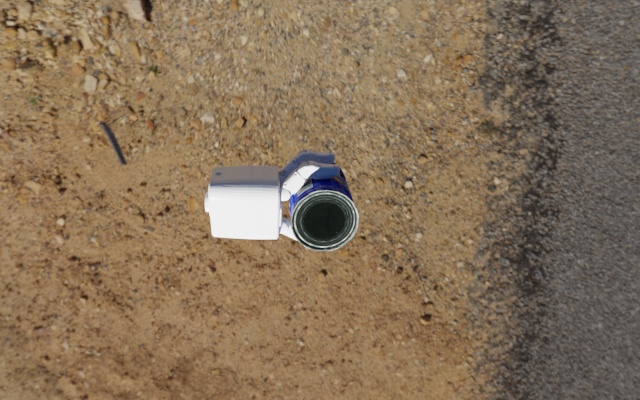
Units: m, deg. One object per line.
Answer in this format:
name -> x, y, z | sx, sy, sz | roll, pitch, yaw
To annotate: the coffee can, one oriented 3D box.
coffee can -> 0.000, 0.003, 0.766 | 0.103, 0.103, 0.140 | 0, 24, -6
